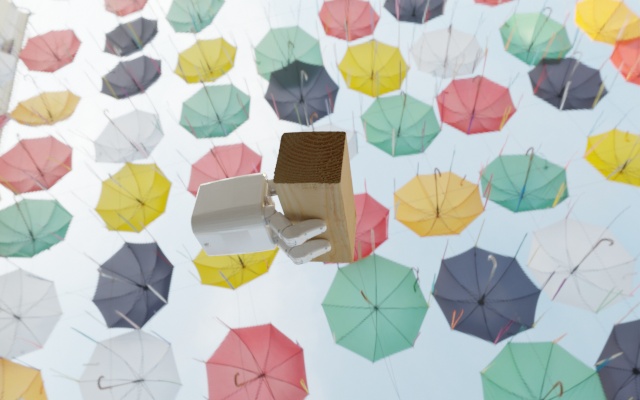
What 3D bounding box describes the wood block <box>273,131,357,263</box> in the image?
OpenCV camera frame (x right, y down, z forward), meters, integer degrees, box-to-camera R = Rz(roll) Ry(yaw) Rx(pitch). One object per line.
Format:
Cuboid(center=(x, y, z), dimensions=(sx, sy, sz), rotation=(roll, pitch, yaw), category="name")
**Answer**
Cuboid(center=(0.000, 0.002, 0.699), dimensions=(0.090, 0.090, 0.206), rotation=(0, -35, 9), category="wood block")
